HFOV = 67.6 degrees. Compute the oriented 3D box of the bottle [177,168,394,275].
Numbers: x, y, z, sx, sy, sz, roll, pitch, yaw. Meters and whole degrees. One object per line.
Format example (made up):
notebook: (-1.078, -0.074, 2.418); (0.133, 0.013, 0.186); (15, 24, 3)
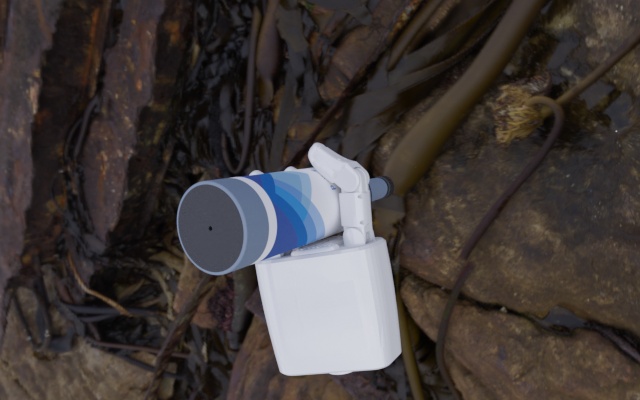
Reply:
bottle: (0.000, 0.001, 0.454); (0.069, 0.069, 0.295); (0, 7, 32)
